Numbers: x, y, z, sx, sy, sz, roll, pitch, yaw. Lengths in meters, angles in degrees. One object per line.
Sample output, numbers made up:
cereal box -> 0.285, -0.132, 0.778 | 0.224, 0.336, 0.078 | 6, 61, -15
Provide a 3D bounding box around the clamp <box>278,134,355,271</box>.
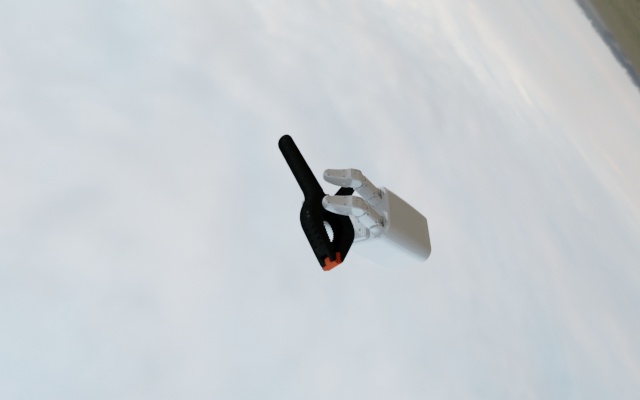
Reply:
clamp -> 0.000, 0.003, 0.702 | 0.164, 0.209, 0.036 | 30, -49, -29
